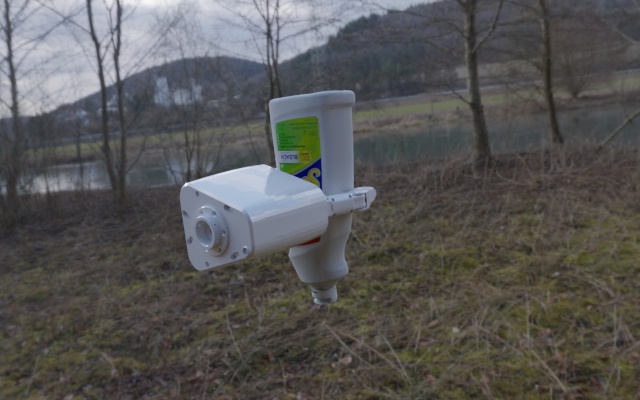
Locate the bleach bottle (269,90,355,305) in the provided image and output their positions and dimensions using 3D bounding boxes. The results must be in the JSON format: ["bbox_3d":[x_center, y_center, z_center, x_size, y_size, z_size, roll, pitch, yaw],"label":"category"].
[{"bbox_3d":[0.000,0.002,0.570,0.102,0.251,0.068,2,12,38],"label":"bleach bottle"}]
